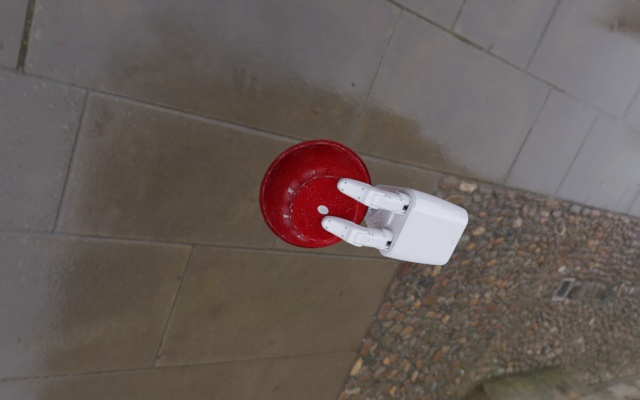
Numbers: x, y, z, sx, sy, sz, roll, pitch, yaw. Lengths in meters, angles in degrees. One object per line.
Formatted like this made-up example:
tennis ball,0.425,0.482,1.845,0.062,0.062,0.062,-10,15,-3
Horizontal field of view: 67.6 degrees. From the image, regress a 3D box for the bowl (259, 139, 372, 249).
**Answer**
bowl,-0.001,0.002,0.644,0.162,0.162,0.055,0,20,-13
